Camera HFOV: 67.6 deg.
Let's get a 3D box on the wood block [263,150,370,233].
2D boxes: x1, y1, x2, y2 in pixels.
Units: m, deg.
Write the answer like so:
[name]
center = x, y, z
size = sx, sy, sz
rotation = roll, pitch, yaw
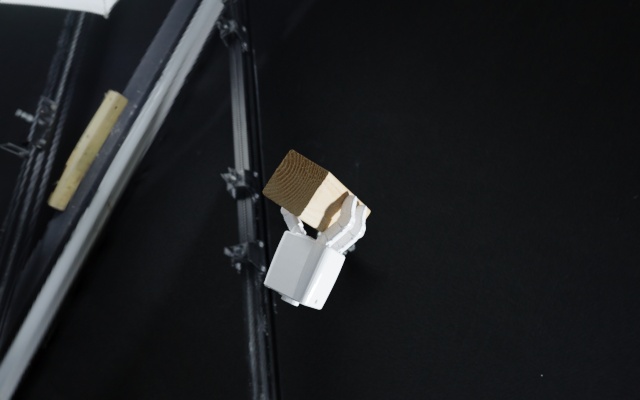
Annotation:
[wood block]
center = 0.000, 0.003, 0.856
size = 0.090, 0.090, 0.206
rotation = 32, -3, 30
